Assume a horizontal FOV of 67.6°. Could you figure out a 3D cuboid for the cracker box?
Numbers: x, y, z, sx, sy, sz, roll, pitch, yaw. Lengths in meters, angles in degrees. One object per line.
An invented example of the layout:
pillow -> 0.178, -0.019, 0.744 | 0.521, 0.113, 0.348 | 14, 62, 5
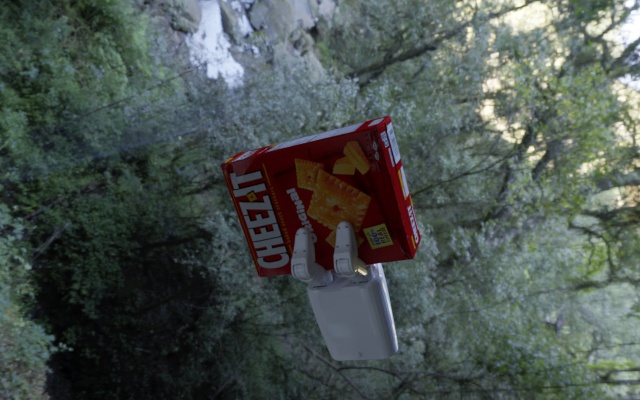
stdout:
cracker box -> 0.000, 0.002, 0.598 | 0.214, 0.164, 0.072 | -11, 15, 23
